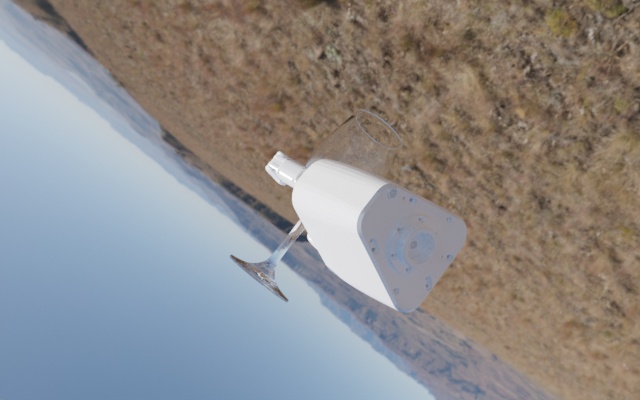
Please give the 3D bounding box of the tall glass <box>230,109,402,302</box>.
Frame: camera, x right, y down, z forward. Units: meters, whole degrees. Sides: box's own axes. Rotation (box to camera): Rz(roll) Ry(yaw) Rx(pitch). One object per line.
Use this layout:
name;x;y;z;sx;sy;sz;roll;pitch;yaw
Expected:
tall glass;0.000;0.002;0.490;0.079;0.201;0.079;38;-9;7
